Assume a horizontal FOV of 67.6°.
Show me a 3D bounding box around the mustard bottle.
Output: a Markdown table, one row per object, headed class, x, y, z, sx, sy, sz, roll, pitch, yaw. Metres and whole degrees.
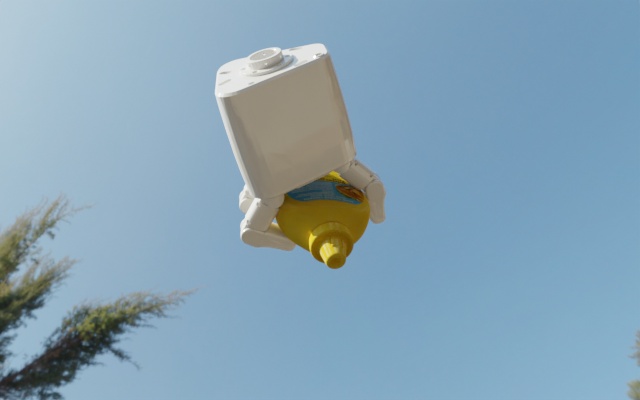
| class | x | y | z | sx | sy | sz | roll | pitch | yaw |
| --- | --- | --- | --- | --- | --- | --- | --- | --- | --- |
| mustard bottle | 0.000 | 0.002 | 0.497 | 0.096 | 0.058 | 0.191 | 5 | 32 | -13 |
